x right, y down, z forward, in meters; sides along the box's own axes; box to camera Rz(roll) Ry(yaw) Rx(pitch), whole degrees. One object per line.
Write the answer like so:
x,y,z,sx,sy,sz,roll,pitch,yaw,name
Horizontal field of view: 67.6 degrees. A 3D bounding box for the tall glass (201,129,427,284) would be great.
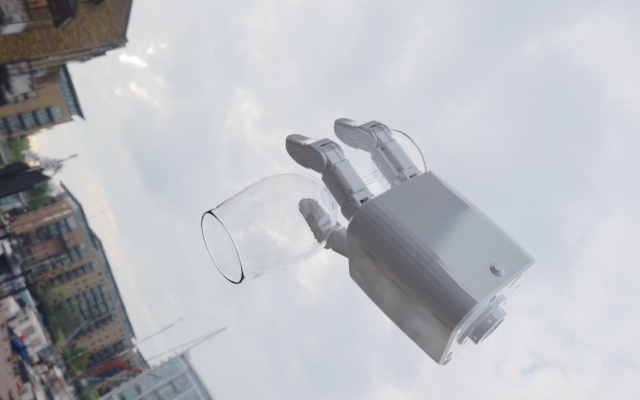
0.000,0.001,0.419,0.201,0.079,0.079,-25,13,-32,tall glass
